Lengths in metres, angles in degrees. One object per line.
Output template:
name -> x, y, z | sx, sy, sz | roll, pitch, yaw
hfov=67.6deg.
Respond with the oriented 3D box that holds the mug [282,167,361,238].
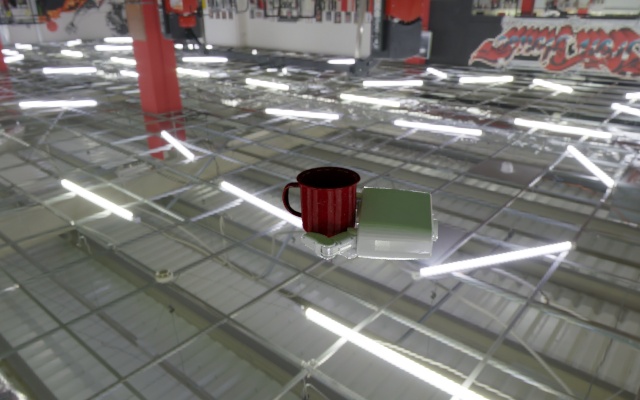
mug -> -0.001, 0.002, 0.708 | 0.117, 0.081, 0.093 | 4, 24, 10
